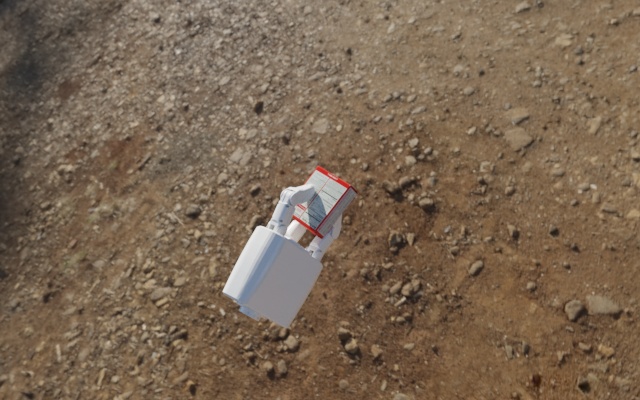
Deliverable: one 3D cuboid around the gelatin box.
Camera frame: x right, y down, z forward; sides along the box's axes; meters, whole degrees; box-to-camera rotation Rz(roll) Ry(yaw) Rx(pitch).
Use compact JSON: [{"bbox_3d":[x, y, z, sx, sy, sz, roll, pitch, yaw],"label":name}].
[{"bbox_3d":[0.000,0.002,0.714,0.073,0.089,0.030,33,-6,38],"label":"gelatin box"}]
